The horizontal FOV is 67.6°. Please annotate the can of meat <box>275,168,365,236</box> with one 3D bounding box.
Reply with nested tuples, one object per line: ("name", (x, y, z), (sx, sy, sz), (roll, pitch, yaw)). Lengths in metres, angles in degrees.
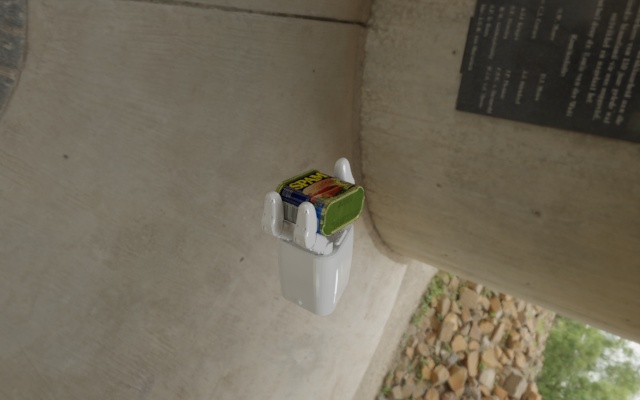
("can of meat", (0.000, 0.002, 0.655), (0.084, 0.057, 0.102), (21, 30, 32))
